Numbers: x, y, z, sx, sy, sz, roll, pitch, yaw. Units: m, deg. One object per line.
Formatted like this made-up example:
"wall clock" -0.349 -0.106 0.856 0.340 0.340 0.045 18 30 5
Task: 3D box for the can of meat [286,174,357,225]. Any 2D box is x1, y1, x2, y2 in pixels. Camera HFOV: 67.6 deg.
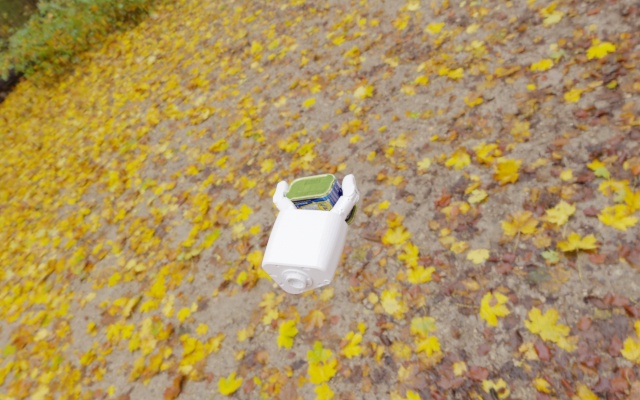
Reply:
"can of meat" 0.000 0.002 0.840 0.102 0.057 0.084 -7 -44 33
